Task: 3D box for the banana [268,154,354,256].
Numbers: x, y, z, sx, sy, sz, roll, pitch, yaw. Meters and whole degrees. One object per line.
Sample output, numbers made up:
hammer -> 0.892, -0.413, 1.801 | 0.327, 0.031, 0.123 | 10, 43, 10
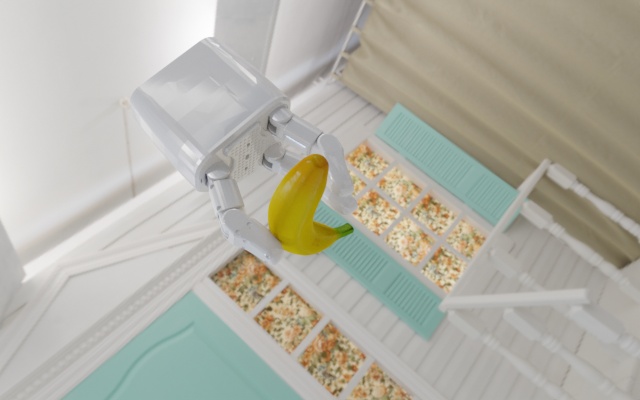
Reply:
banana -> -0.014, 0.014, 0.414 | 0.069, 0.037, 0.198 | -40, -17, -4
